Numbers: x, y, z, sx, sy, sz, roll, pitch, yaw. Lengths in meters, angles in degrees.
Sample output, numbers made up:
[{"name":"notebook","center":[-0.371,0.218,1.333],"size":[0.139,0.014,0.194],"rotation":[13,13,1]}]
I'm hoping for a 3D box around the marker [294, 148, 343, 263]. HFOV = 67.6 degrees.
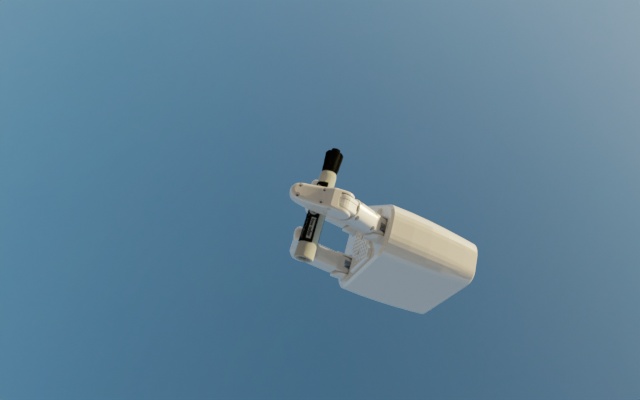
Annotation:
[{"name":"marker","center":[0.000,0.002,0.467],"size":[0.020,0.121,0.020],"rotation":[14,-23,6]}]
